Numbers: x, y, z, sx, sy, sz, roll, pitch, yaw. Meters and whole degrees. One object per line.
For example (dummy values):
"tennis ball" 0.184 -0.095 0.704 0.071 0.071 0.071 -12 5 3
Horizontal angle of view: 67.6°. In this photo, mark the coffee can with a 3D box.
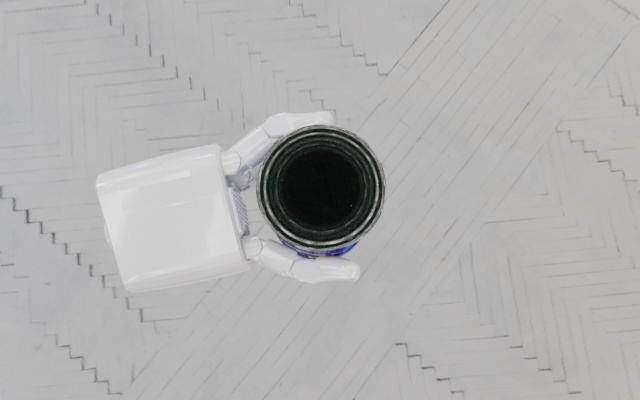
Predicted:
"coffee can" 0.000 0.001 0.441 0.103 0.102 0.140 0 -10 -1
